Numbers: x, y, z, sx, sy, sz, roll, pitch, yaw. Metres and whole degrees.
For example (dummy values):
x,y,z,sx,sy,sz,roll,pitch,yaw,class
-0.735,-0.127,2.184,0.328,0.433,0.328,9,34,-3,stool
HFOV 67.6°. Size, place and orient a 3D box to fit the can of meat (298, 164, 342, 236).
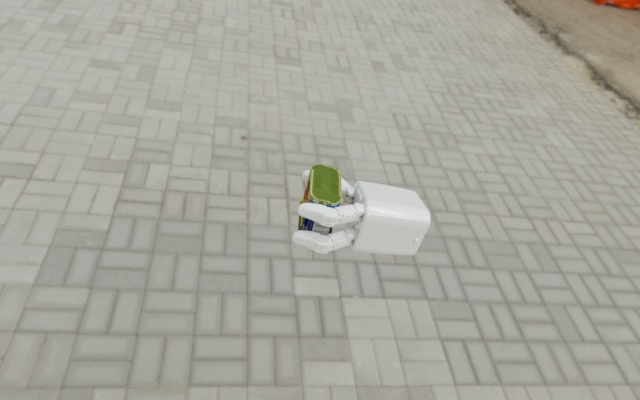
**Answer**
x,y,z,sx,sy,sz,roll,pitch,yaw,class
0.000,0.002,0.771,0.057,0.084,0.102,10,40,-7,can of meat
